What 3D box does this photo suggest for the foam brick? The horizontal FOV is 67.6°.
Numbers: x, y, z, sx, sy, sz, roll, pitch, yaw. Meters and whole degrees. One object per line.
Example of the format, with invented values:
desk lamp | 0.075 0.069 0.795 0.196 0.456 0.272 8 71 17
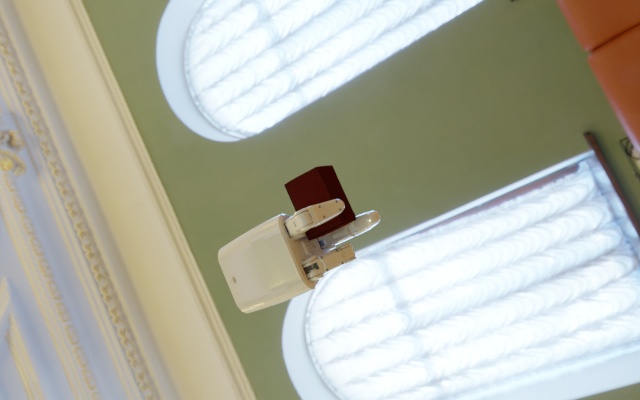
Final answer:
foam brick | 0.000 0.002 0.593 0.051 0.078 0.053 -27 -7 24
